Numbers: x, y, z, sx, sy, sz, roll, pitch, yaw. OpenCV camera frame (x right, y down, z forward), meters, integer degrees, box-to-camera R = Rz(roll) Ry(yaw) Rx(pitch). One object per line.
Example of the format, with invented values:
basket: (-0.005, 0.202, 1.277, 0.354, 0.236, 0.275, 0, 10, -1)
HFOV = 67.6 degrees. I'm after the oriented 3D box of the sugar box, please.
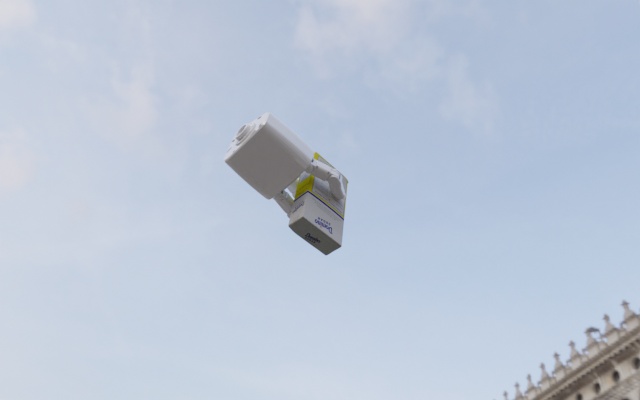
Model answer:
sugar box: (0.000, 0.003, 0.850, 0.093, 0.176, 0.048, 39, -52, -24)
